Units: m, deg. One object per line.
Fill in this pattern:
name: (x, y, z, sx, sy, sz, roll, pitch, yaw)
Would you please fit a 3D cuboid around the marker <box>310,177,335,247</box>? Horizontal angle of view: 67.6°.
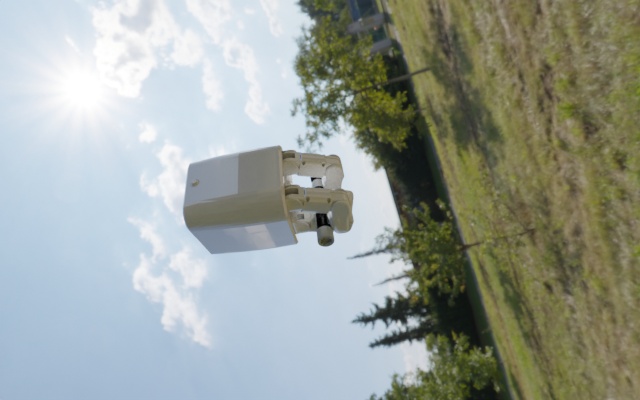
marker: (0.000, 0.002, 0.559, 0.020, 0.121, 0.020, -4, -44, -4)
